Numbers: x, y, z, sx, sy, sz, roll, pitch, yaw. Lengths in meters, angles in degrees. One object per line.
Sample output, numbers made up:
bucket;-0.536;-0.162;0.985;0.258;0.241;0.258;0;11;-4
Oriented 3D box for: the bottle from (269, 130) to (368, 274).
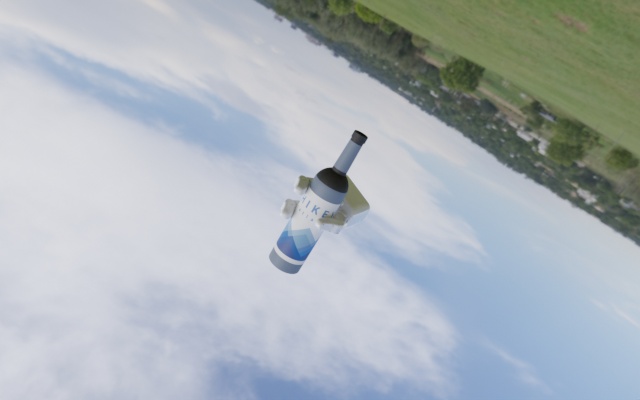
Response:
bottle;0.000;0.003;0.878;0.069;0.296;0.069;27;20;-11
